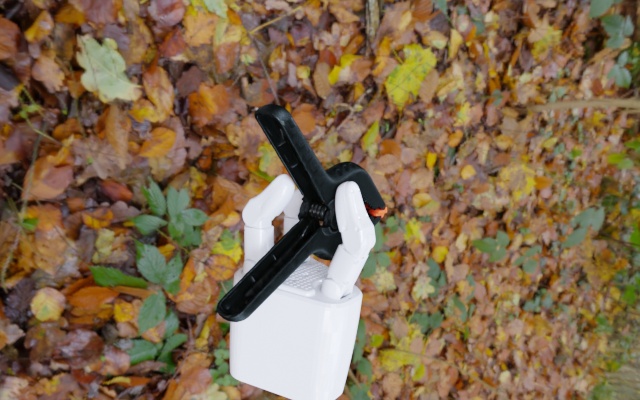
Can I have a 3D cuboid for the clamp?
[{"bbox_3d":[0.001,0.002,0.417,0.036,0.164,0.210,20,19,33],"label":"clamp"}]
